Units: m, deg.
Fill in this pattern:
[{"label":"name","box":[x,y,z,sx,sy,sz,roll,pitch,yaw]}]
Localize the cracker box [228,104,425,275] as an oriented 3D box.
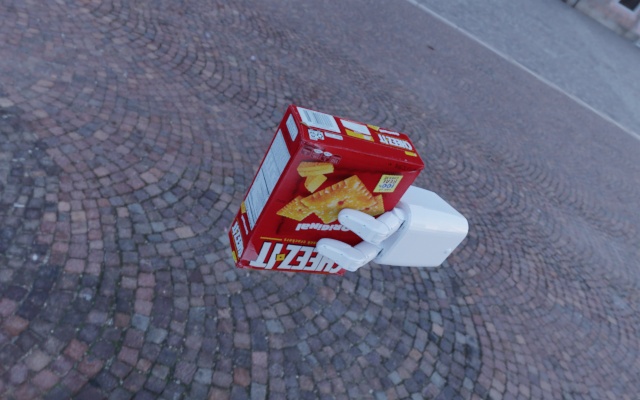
[{"label":"cracker box","box":[0.000,0.002,0.592,0.164,0.214,0.072,9,40,-28]}]
